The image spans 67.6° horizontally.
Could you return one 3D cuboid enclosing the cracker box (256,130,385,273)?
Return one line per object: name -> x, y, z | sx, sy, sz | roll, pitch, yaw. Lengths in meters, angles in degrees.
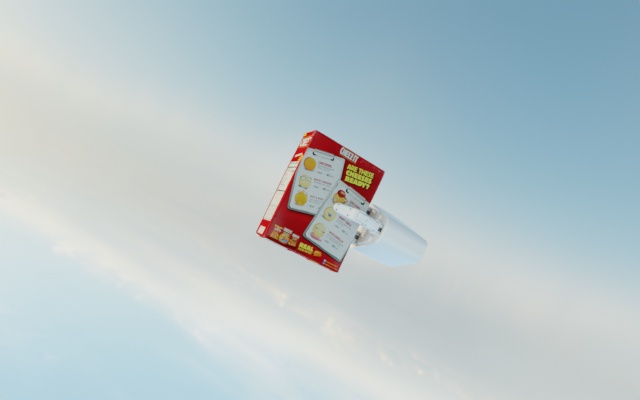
cracker box -> 0.000, 0.003, 0.890 | 0.164, 0.213, 0.072 | 29, -8, -22
